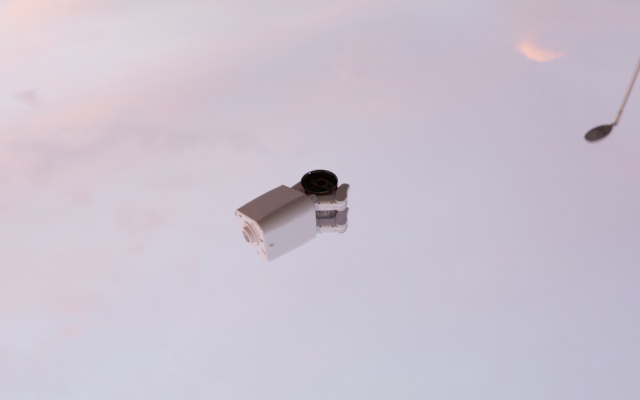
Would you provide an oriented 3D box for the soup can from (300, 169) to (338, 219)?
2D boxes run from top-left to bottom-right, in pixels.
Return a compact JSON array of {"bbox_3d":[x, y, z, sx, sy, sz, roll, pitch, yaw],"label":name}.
[{"bbox_3d":[0.000,0.003,0.887,0.068,0.102,0.068,-2,40,2],"label":"soup can"}]
